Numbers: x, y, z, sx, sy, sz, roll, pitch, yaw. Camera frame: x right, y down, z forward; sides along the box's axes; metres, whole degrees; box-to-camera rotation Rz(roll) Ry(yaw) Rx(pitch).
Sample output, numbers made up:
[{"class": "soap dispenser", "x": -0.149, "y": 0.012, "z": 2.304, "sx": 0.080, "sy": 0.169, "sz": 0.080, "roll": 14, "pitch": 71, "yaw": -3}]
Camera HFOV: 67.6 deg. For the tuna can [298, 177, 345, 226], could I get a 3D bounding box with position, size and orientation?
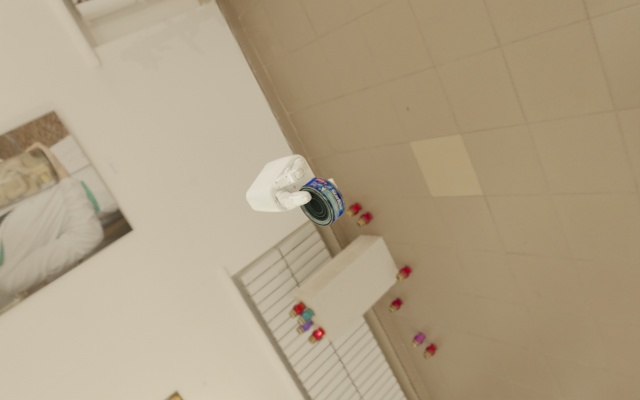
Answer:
[{"class": "tuna can", "x": 0.000, "y": 0.003, "z": 0.846, "sx": 0.086, "sy": 0.086, "sz": 0.033, "roll": 0, "pitch": 31, "yaw": 49}]
